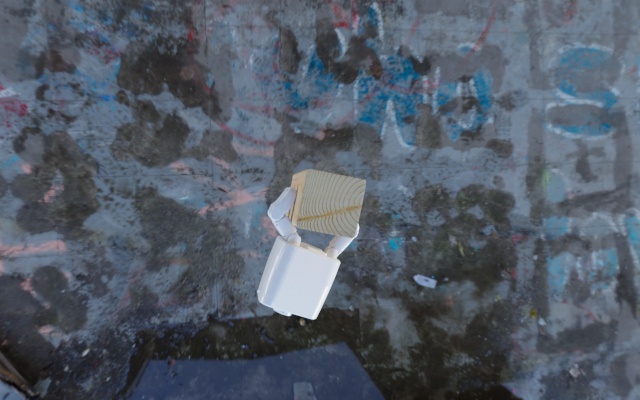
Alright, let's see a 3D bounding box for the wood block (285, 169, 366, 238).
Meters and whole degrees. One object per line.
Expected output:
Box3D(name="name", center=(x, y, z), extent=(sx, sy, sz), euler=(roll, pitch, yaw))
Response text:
Box3D(name="wood block", center=(0.000, 0.003, 0.791), extent=(0.091, 0.090, 0.206), euler=(11, -1, -9))
